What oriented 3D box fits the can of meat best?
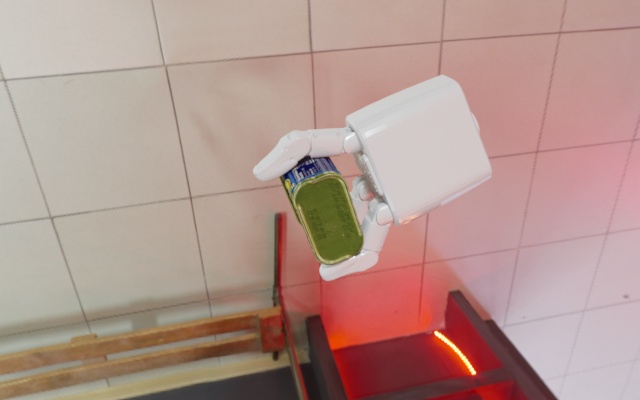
[{"bbox_3d":[0.000,0.002,0.474,0.057,0.102,0.084,-23,30,-3],"label":"can of meat"}]
